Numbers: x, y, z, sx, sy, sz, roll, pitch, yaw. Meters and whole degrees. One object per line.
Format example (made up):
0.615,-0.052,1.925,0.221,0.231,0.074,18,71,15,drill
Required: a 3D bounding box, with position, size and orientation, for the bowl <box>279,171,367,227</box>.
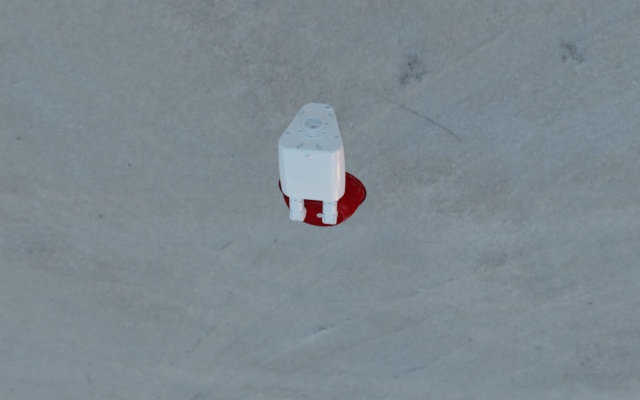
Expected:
0.000,0.004,0.858,0.162,0.055,0.162,7,-29,4,bowl
